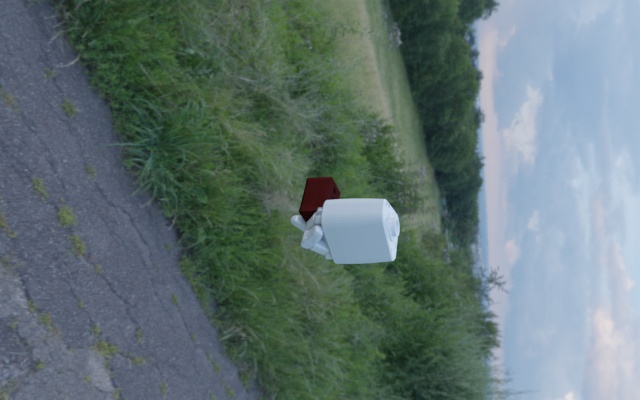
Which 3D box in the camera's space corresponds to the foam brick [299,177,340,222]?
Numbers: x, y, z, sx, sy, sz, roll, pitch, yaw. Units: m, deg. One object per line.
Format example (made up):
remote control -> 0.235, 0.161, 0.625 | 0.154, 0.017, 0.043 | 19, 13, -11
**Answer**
foam brick -> 0.000, 0.003, 0.866 | 0.051, 0.078, 0.053 | -5, -37, 23
